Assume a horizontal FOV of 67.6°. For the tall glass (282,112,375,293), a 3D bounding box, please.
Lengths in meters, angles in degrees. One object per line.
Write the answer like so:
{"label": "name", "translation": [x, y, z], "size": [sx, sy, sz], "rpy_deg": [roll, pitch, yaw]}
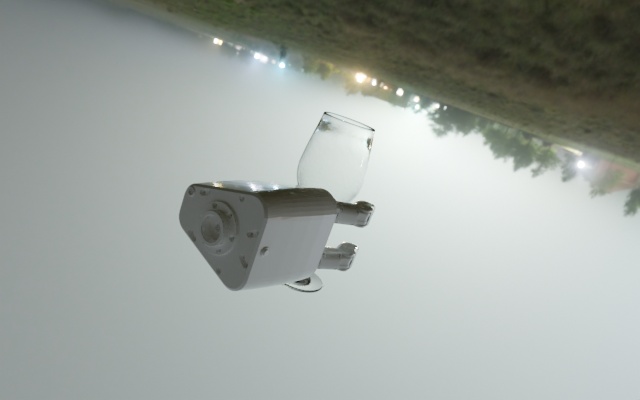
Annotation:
{"label": "tall glass", "translation": [0.000, 0.002, 0.557], "size": [0.079, 0.201, 0.079], "rpy_deg": [19, 14, -5]}
